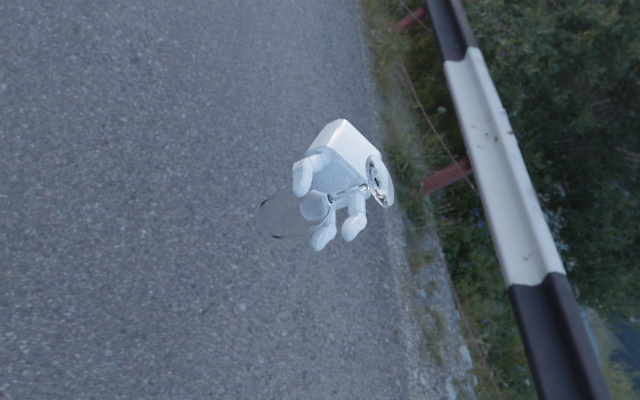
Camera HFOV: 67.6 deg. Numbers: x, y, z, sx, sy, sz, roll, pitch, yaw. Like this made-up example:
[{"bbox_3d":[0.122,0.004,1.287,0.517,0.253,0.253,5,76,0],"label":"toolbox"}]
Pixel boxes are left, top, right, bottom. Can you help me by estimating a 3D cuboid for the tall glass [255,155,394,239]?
[{"bbox_3d":[0.001,0.002,0.690,0.201,0.079,0.079,-20,-10,30],"label":"tall glass"}]
